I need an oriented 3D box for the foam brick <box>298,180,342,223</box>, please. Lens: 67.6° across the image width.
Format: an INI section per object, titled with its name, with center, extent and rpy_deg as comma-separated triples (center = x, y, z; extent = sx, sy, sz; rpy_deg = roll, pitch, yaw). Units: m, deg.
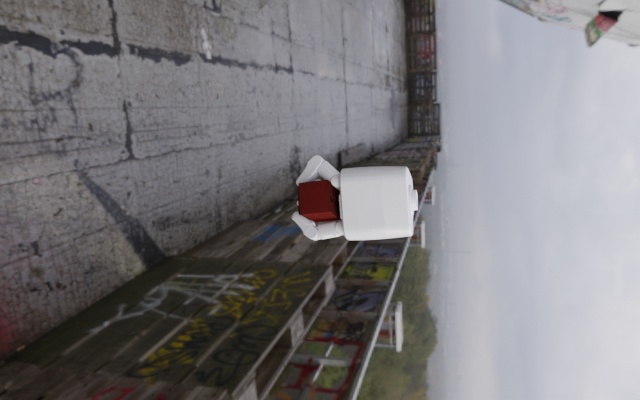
[foam brick]
center = 0.000, 0.003, 0.771
extent = 0.051, 0.053, 0.078
rpy_deg = -6, -13, 16
